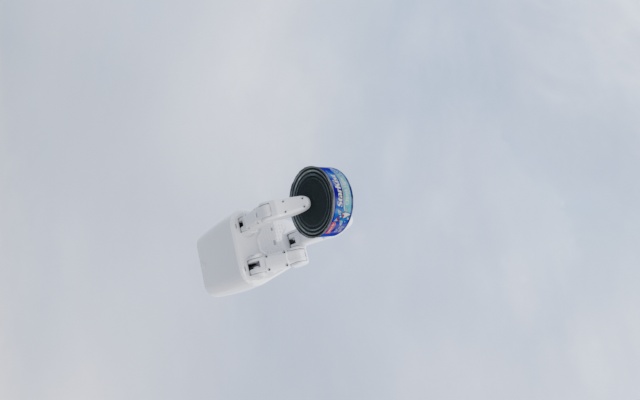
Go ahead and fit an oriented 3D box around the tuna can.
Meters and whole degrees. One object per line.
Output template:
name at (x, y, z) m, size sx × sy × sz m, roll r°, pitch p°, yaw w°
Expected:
tuna can at (0.001, 0.002, 0.573) m, size 0.034 × 0.086 × 0.086 m, roll 0°, pitch 0°, yaw -39°
